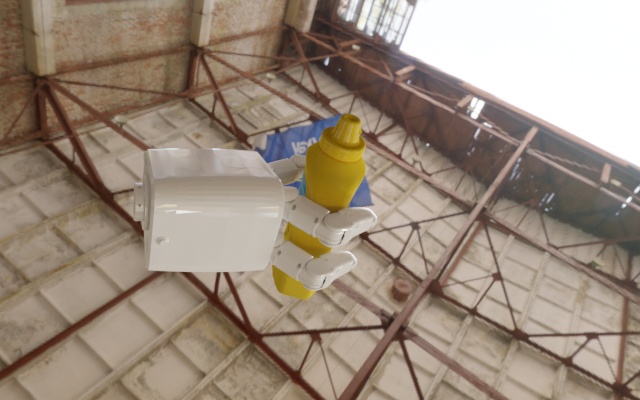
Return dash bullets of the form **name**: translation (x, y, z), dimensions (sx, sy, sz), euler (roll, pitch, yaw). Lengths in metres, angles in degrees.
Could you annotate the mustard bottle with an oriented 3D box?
- **mustard bottle**: translation (0.000, 0.002, 0.470), dimensions (0.058, 0.192, 0.096), euler (16, 36, -4)
